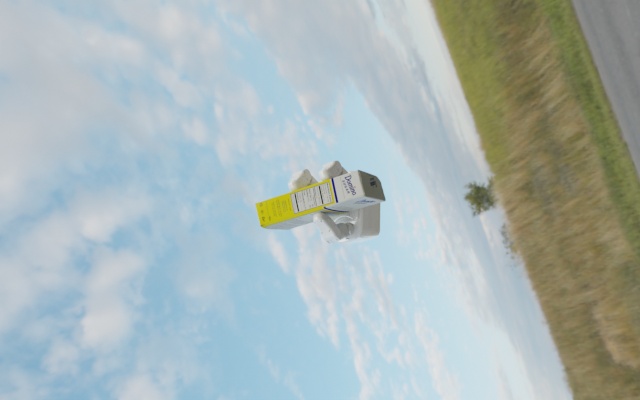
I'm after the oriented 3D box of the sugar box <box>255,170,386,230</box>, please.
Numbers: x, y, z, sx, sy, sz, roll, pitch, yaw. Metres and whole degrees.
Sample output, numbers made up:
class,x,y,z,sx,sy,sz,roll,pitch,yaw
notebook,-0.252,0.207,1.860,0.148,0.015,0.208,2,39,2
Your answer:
class,x,y,z,sx,sy,sz,roll,pitch,yaw
sugar box,0.000,0.002,0.724,0.176,0.048,0.093,-20,-13,23
